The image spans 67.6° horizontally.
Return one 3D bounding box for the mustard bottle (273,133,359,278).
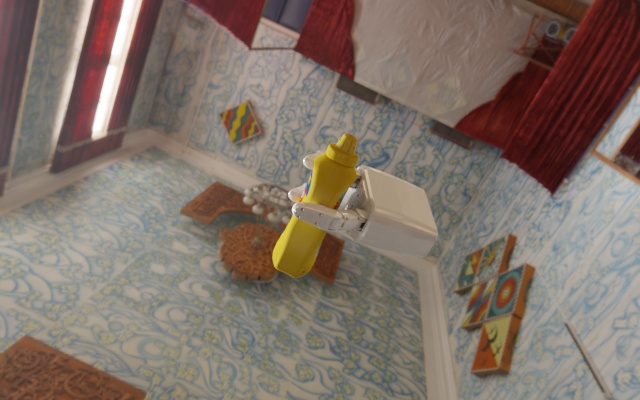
[{"bbox_3d":[0.000,0.002,0.621,0.058,0.192,0.096,27,21,2],"label":"mustard bottle"}]
